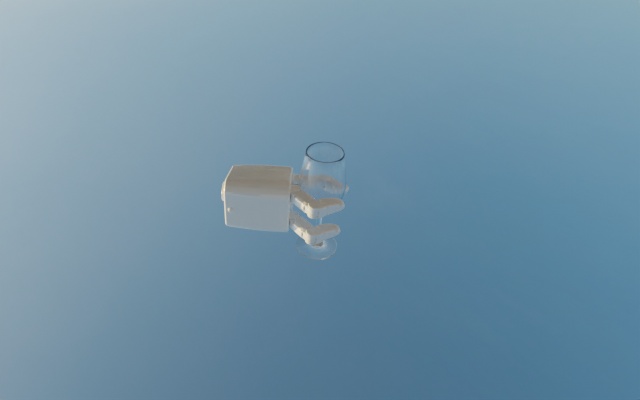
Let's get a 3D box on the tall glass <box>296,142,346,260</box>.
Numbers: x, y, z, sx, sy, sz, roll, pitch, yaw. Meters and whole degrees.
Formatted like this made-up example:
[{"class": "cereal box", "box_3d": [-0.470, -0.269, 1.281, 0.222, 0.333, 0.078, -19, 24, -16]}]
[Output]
[{"class": "tall glass", "box_3d": [0.000, 0.003, 0.806, 0.079, 0.201, 0.079, 4, 38, -3]}]
